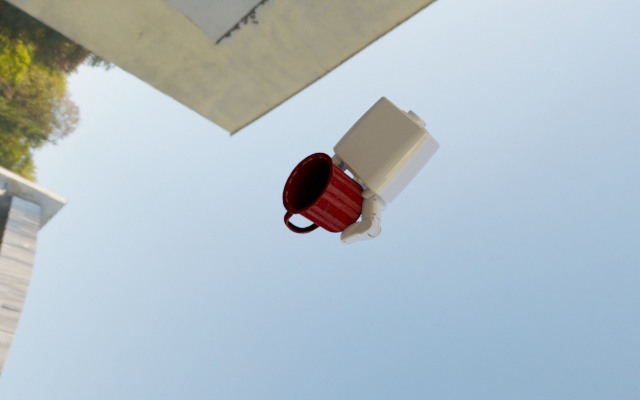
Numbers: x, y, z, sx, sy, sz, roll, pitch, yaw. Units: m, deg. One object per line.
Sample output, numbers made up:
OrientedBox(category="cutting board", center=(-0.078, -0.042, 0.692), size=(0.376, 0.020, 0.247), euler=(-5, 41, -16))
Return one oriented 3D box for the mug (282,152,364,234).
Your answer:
OrientedBox(category="mug", center=(-0.001, 0.003, 0.659), size=(0.081, 0.117, 0.093), euler=(34, 15, -37))
